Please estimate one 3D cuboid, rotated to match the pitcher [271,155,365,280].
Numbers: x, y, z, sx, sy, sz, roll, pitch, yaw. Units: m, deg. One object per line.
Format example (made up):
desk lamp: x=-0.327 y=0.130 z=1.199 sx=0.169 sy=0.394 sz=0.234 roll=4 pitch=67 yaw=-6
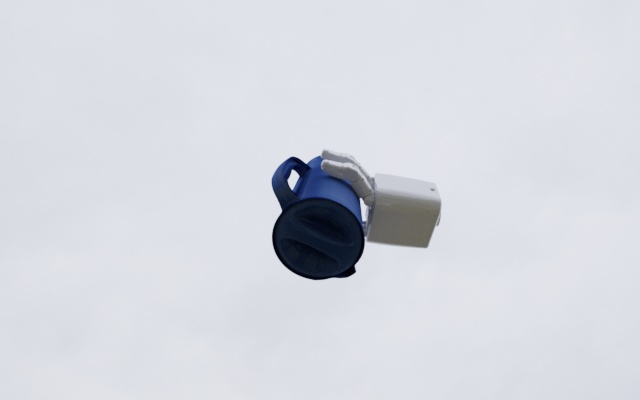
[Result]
pitcher: x=0.000 y=0.003 z=0.774 sx=0.145 sy=0.149 sz=0.242 roll=8 pitch=25 yaw=1
